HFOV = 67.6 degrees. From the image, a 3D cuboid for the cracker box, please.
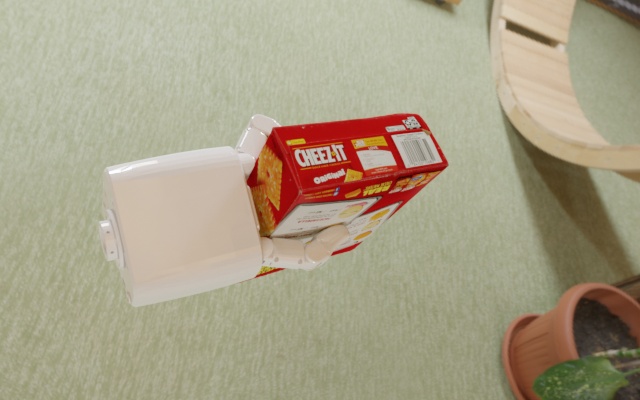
[{"bbox_3d":[0.000,0.002,0.495,0.164,0.072,0.214,-12,-22,-30],"label":"cracker box"}]
